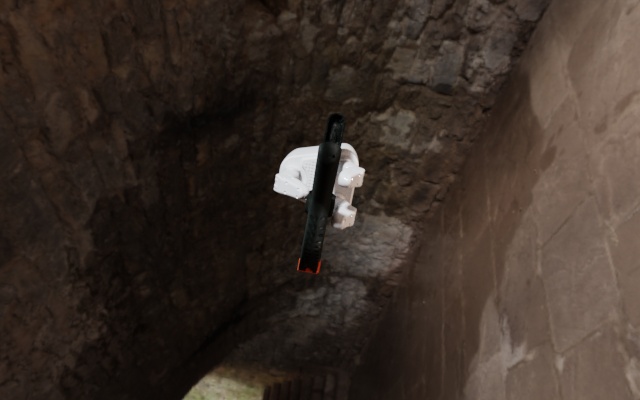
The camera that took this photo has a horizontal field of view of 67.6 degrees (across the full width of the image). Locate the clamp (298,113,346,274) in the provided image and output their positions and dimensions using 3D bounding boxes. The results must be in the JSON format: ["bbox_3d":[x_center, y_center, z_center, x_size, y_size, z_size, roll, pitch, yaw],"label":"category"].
[{"bbox_3d":[-0.001,0.002,0.593,0.036,0.210,0.164,11,16,1],"label":"clamp"}]
